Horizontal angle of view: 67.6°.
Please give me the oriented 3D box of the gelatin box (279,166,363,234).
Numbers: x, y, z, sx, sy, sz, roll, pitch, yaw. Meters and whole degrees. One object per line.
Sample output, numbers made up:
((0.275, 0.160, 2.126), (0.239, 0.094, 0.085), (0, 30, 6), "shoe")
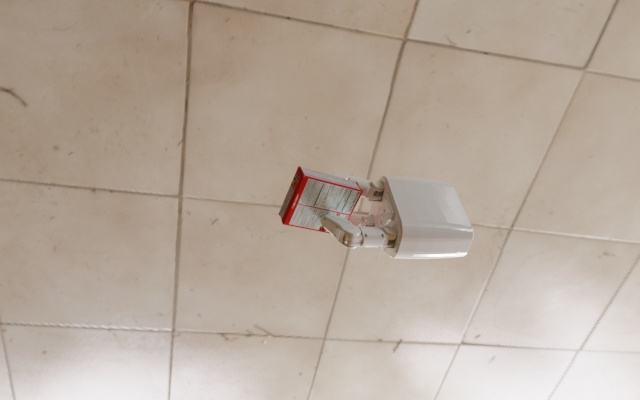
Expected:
((0.000, 0.002, 0.618), (0.089, 0.073, 0.030), (13, 26, -26), "gelatin box")
